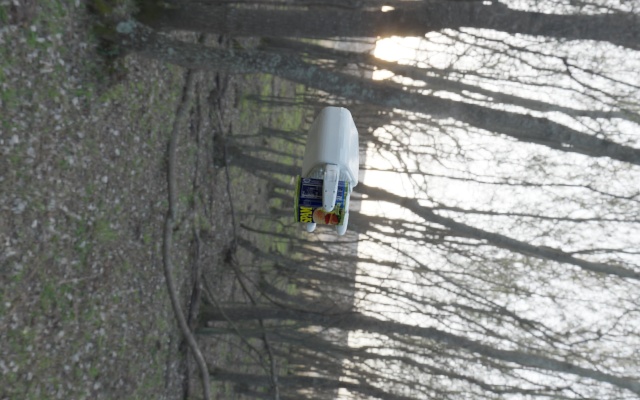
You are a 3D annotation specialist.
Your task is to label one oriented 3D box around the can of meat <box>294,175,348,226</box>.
[{"bbox_3d":[0.000,0.003,0.796,0.084,0.057,0.102,5,-24,0],"label":"can of meat"}]
